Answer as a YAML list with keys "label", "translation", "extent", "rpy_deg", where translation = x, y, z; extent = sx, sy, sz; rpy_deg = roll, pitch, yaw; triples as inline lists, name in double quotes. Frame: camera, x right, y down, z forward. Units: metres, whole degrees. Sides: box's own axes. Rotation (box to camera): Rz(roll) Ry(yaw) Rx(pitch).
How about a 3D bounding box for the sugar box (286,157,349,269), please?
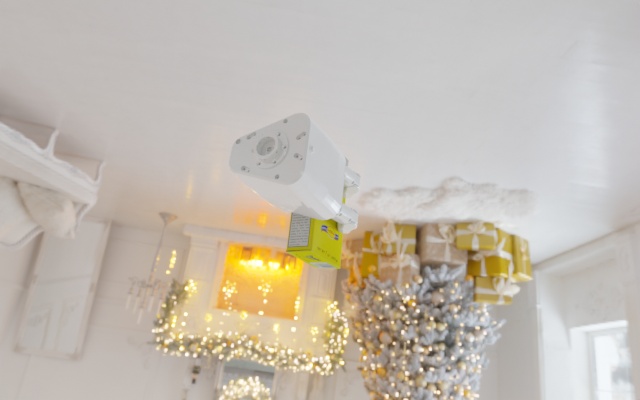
- label: "sugar box"
  translation: [0.001, 0.002, 0.687]
  extent: [0.048, 0.176, 0.093]
  rpy_deg: [-3, -23, 27]
